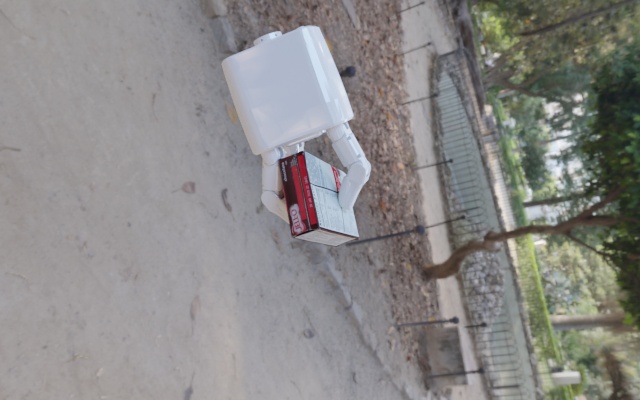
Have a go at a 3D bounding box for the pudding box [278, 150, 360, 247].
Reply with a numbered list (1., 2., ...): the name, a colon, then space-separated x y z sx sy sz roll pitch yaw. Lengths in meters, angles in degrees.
1. pudding box: 0.000 0.002 0.544 0.039 0.090 0.113 -18 -18 25
